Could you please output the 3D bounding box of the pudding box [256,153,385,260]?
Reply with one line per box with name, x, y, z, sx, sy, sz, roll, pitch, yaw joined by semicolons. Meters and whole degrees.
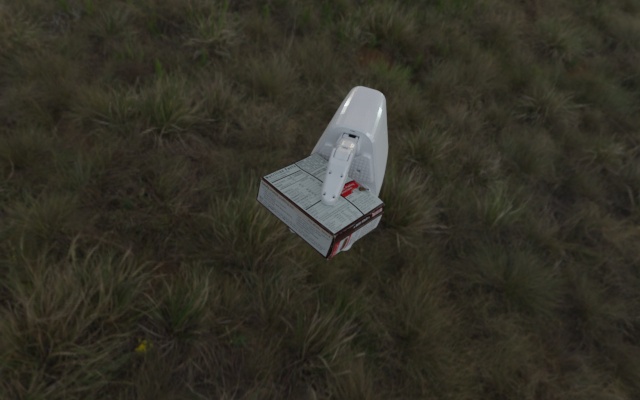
pudding box;0.000;0.002;0.521;0.113;0.039;0.090;37;45;26
